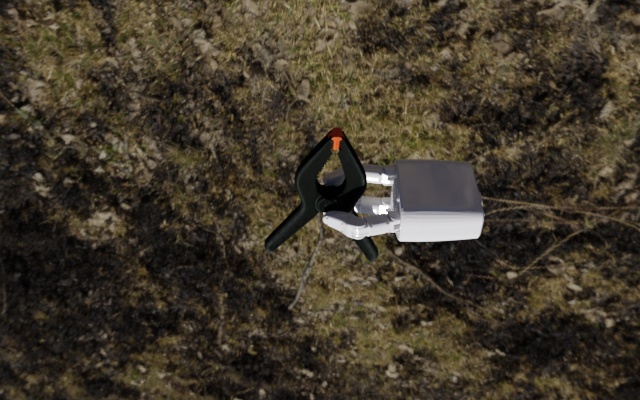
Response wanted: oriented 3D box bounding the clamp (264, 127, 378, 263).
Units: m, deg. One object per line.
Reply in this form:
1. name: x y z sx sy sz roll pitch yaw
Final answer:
1. clamp: 0.000 0.002 0.643 0.164 0.210 0.036 -1 35 1
